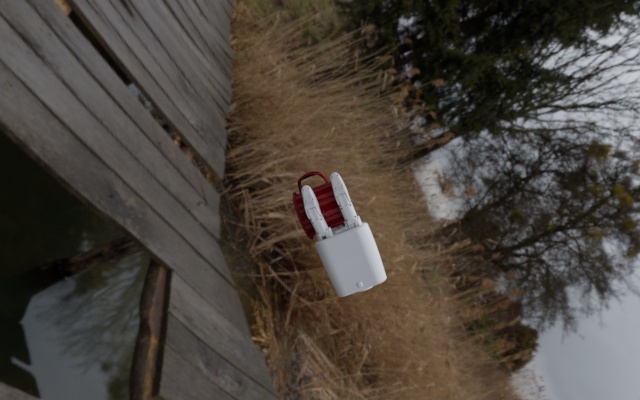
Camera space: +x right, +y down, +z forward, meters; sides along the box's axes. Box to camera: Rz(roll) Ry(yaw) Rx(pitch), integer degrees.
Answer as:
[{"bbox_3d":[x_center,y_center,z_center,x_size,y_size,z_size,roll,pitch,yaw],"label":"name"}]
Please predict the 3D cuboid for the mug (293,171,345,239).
[{"bbox_3d":[0.000,0.001,0.873,0.081,0.117,0.093,-21,2,8],"label":"mug"}]
